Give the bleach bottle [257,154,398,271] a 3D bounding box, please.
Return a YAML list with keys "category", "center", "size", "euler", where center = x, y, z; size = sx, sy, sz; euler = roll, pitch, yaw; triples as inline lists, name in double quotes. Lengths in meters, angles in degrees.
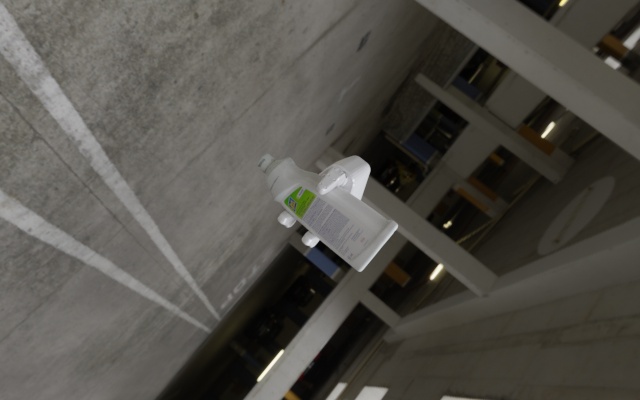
- category: "bleach bottle"
  center: [0.000, 0.003, 0.801]
  size: [0.251, 0.103, 0.068]
  euler: [39, 29, 9]
